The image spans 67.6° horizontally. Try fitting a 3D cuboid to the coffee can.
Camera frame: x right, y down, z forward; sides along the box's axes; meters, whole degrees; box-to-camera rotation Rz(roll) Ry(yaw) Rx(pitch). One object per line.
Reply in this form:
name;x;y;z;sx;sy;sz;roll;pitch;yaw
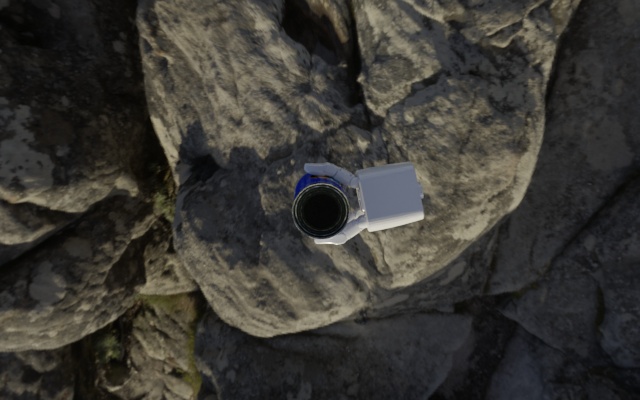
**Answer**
coffee can;0.000;0.003;0.896;0.103;0.103;0.140;0;14;-1
